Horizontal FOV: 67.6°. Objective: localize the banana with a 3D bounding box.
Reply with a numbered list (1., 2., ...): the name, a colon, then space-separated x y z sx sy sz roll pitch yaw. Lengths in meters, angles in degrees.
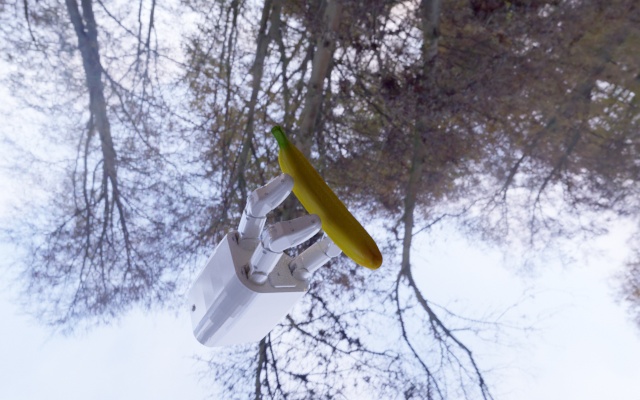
1. banana: 0.003 0.005 0.517 0.037 0.197 0.070 -39 -25 1
